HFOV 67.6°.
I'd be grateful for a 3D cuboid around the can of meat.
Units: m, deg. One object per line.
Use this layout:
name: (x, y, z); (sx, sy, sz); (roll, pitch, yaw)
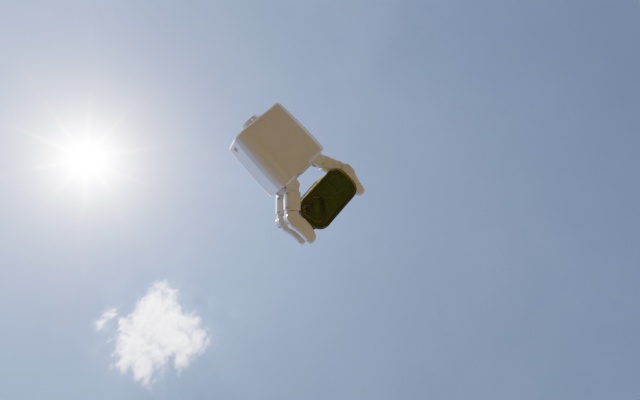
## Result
can of meat: (0.000, 0.003, 0.782); (0.057, 0.102, 0.084); (44, -19, -7)
